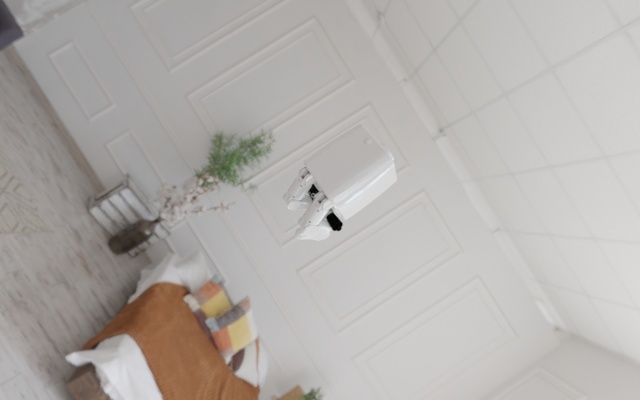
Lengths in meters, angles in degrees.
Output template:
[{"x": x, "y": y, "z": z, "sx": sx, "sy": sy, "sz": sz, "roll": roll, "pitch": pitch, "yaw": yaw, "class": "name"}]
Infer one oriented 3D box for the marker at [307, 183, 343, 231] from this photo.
[{"x": 0.000, "y": 0.002, "z": 0.749, "sx": 0.020, "sy": 0.020, "sz": 0.121, "roll": 0, "pitch": 43, "yaw": -40, "class": "marker"}]
